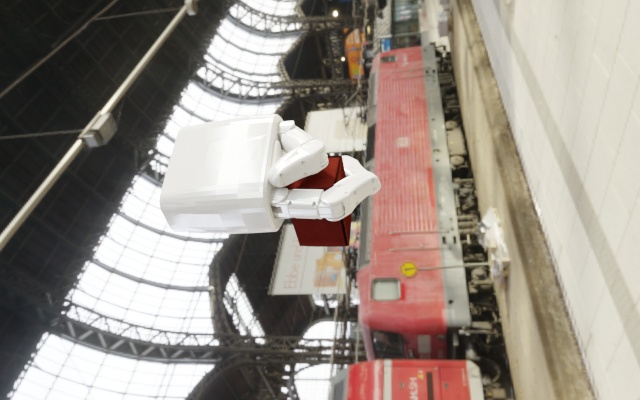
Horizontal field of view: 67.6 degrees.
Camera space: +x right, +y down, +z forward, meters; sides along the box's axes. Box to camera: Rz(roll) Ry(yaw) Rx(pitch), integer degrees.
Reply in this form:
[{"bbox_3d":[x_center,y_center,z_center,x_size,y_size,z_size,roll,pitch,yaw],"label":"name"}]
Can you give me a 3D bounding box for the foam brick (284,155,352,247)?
[{"bbox_3d":[0.000,0.002,0.475,0.051,0.078,0.053,-3,40,12],"label":"foam brick"}]
